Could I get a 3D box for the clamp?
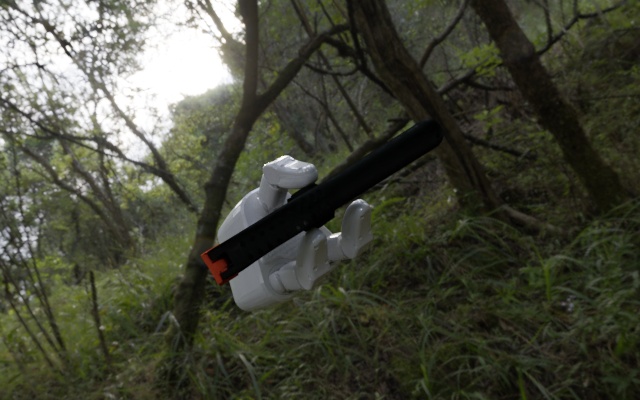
[{"bbox_3d":[-0.001,0.001,0.404,0.210,0.036,0.164,-31,-2,-33],"label":"clamp"}]
